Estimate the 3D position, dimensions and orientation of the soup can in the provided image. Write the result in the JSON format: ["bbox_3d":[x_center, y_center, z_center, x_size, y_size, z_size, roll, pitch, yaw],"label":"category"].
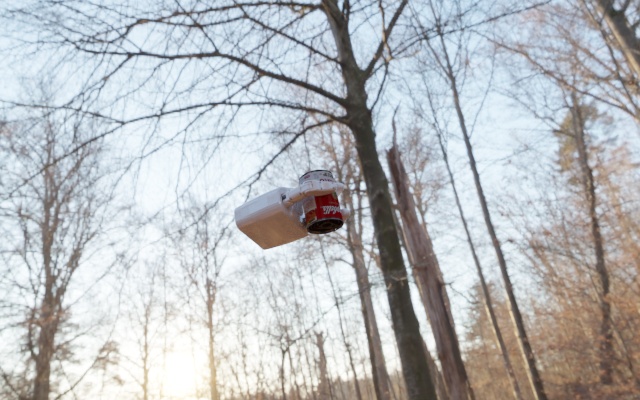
[{"bbox_3d":[0.000,0.002,0.877,0.068,0.102,0.068,-9,-25,-4],"label":"soup can"}]
